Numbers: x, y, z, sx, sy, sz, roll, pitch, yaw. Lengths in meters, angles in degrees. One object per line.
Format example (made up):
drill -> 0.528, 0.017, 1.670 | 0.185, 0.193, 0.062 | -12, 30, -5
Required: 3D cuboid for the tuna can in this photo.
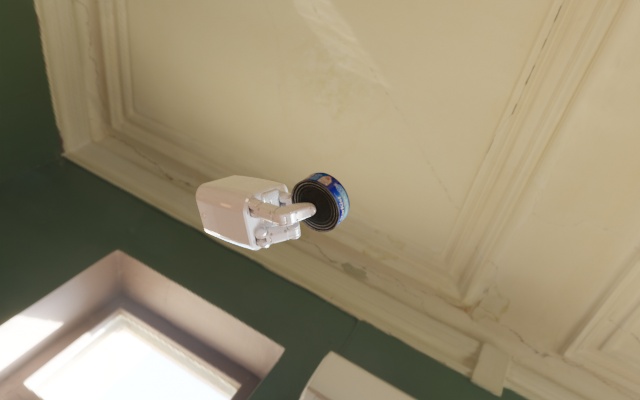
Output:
tuna can -> 0.000, 0.002, 0.711 | 0.086, 0.086, 0.033 | 0, 26, 39
